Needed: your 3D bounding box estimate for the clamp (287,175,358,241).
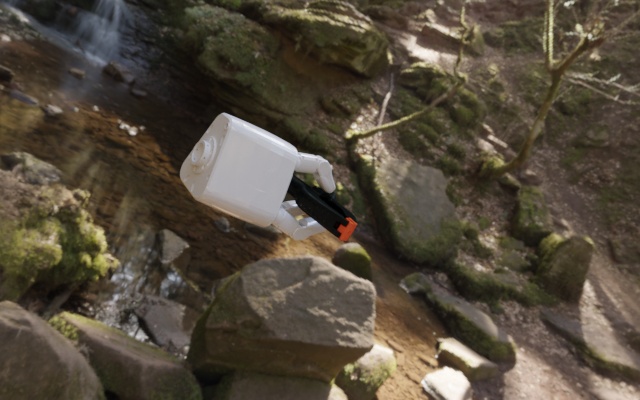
[{"bbox_3d":[0.001,0.002,0.693,0.164,0.036,0.210,24,11,-40],"label":"clamp"}]
